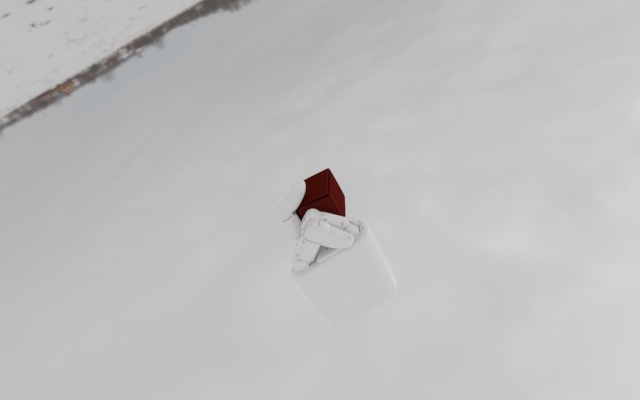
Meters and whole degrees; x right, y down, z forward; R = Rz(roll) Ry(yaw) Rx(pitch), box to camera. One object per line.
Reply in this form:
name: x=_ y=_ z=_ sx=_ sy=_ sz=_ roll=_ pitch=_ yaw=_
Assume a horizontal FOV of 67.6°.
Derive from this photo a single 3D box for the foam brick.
foam brick: x=0.000 y=0.002 z=0.654 sx=0.053 sy=0.051 sz=0.078 roll=-25 pitch=26 yaw=16
